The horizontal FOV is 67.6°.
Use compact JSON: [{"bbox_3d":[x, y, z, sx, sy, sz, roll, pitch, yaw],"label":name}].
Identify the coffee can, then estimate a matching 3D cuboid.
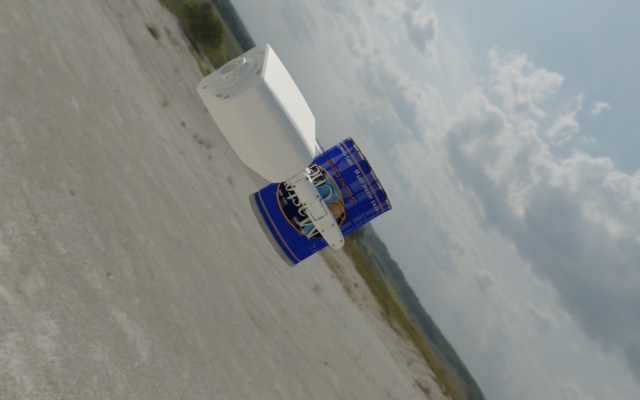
[{"bbox_3d":[0.000,0.002,0.579,0.140,0.103,0.103,-31,-1,2],"label":"coffee can"}]
